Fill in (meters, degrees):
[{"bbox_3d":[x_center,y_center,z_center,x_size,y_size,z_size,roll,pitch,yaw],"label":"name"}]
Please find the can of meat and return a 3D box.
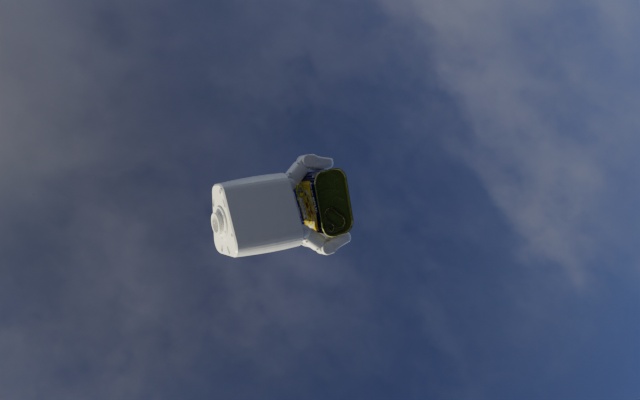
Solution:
[{"bbox_3d":[0.000,0.002,0.752,0.057,0.102,0.084,-14,8,-31],"label":"can of meat"}]
